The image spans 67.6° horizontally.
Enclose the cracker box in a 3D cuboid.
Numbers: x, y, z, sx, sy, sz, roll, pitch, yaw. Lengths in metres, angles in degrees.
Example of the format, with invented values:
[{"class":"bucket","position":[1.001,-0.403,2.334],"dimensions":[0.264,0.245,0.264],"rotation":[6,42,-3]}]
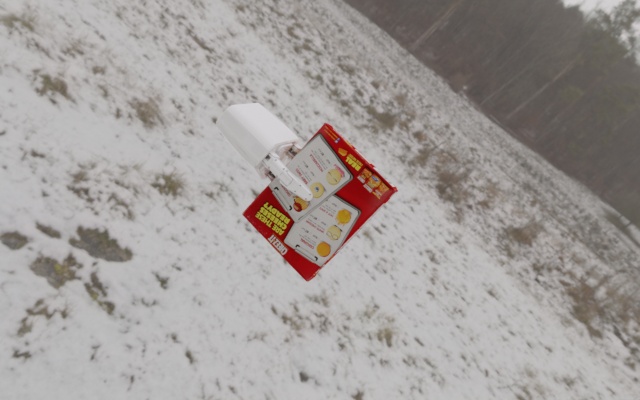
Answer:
[{"class":"cracker box","position":[0.000,0.003,0.814],"dimensions":[0.164,0.214,0.072],"rotation":[45,11,10]}]
